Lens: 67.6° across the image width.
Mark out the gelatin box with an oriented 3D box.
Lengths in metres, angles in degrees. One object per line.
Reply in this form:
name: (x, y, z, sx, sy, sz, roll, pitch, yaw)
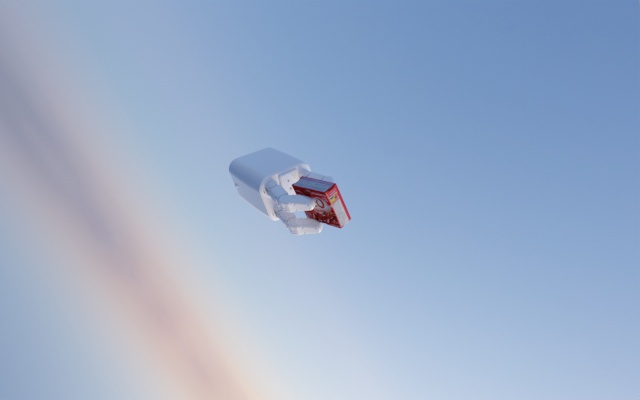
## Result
gelatin box: (0.001, 0.002, 0.780, 0.030, 0.073, 0.089, -41, 34, -28)
